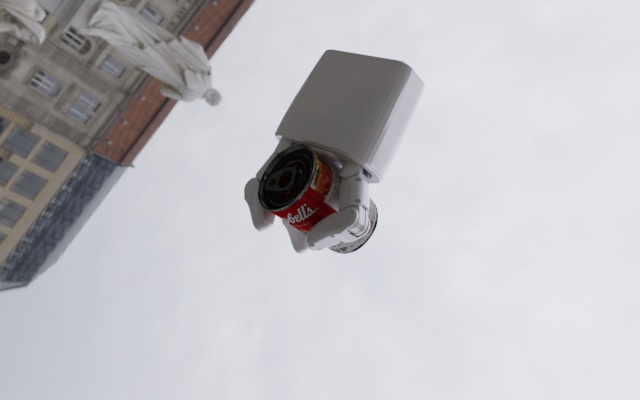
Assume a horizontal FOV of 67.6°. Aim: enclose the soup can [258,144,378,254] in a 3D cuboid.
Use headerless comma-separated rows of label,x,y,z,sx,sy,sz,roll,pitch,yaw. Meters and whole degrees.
soup can,0.000,0.002,0.455,0.068,0.068,0.102,0,-27,44
